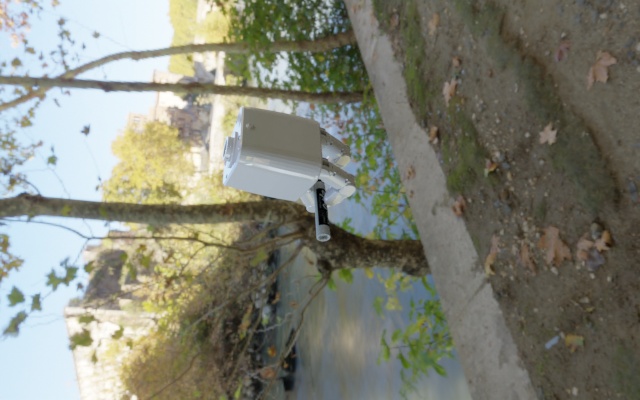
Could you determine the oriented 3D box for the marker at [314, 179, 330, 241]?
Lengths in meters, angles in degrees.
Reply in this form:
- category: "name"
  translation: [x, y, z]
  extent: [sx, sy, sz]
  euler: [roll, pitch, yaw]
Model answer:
- category: "marker"
  translation: [0.000, 0.002, 0.678]
  extent: [0.020, 0.121, 0.020]
  euler: [-3, -37, -2]
